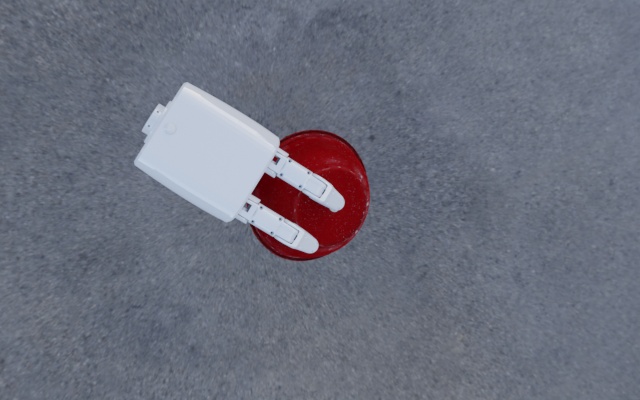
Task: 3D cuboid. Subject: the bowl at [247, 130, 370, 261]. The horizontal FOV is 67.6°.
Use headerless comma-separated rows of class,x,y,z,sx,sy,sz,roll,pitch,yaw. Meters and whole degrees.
bowl,0.001,0.002,0.551,0.162,0.162,0.055,0,13,-29
